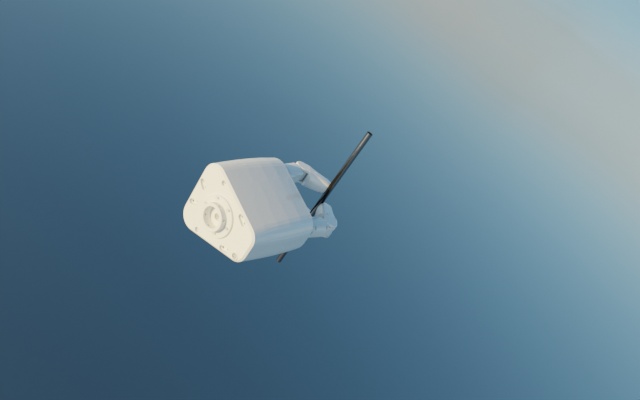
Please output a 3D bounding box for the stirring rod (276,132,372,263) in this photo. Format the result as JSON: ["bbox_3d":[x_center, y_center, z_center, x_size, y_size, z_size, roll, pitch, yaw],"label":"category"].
[{"bbox_3d":[0.000,0.002,0.661,0.011,0.240,0.011,28,27,-16],"label":"stirring rod"}]
